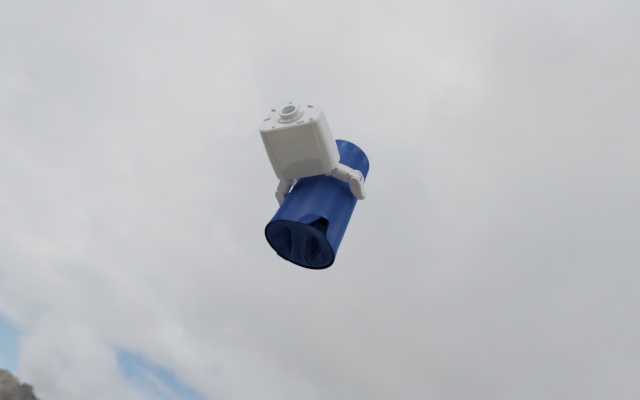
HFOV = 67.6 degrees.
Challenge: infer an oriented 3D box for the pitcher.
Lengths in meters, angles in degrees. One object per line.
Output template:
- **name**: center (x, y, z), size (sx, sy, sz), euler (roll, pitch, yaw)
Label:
- **pitcher**: center (0.000, 0.003, 0.899), size (0.149, 0.145, 0.242), euler (5, 47, 27)
